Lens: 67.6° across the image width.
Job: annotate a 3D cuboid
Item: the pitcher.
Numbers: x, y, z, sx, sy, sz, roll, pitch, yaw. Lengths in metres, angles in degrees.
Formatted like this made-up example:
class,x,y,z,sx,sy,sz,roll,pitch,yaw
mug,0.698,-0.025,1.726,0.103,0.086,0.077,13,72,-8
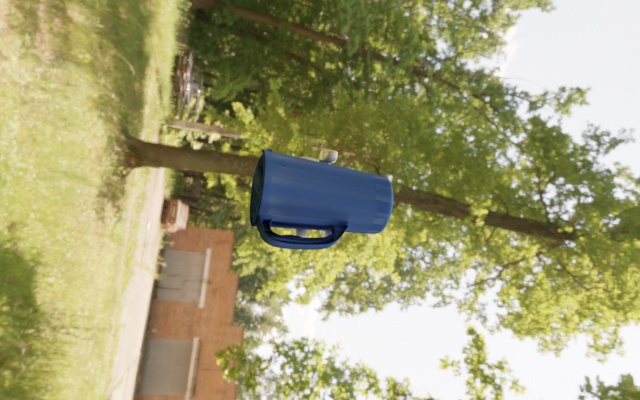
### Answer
class,x,y,z,sx,sy,sz,roll,pitch,yaw
pitcher,0.000,0.003,0.841,0.243,0.149,0.145,8,10,-15
